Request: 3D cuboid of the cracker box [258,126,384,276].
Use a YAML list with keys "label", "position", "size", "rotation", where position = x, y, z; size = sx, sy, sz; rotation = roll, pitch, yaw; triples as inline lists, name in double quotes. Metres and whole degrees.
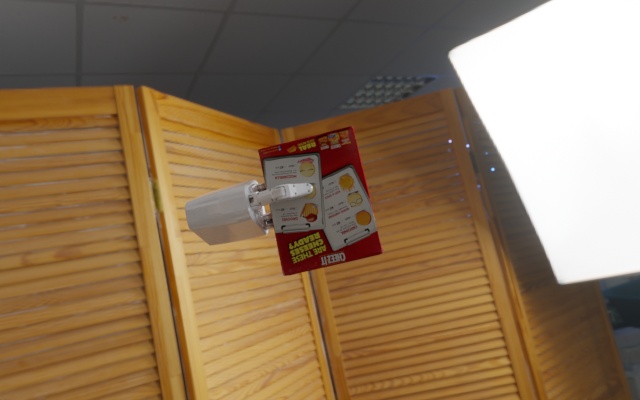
- label: "cracker box"
  position: [0.000, 0.002, 0.793]
  size: [0.164, 0.213, 0.072]
  rotation: [-14, -9, 5]
